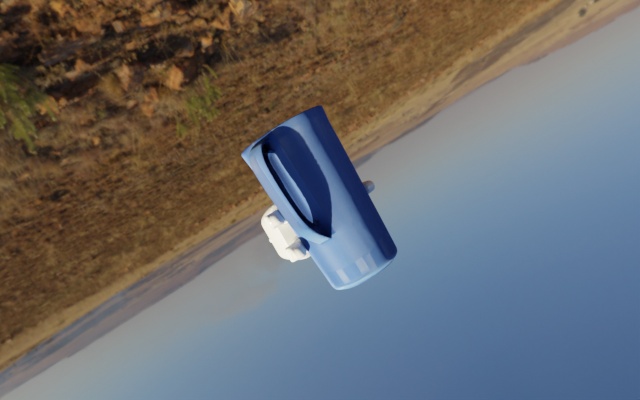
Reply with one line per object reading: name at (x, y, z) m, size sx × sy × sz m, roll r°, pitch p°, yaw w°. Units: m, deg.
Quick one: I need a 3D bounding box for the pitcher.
pitcher at (0.000, 0.002, 0.669) m, size 0.149 × 0.243 × 0.145 m, roll -32°, pitch 2°, yaw -19°
